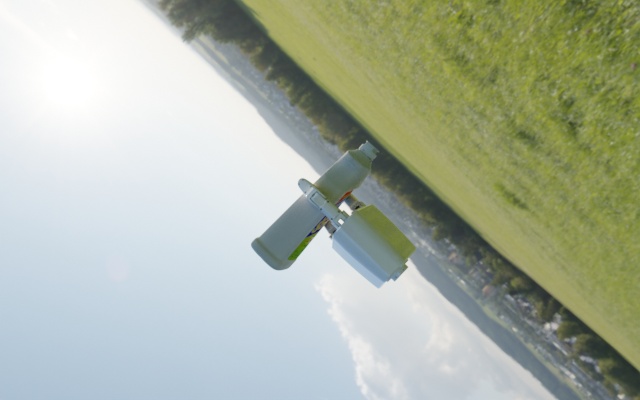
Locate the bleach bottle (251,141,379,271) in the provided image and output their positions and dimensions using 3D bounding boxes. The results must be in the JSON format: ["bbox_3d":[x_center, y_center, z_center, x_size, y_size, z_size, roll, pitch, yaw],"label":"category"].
[{"bbox_3d":[0.000,0.003,0.785,0.068,0.251,0.102,43,5,12],"label":"bleach bottle"}]
